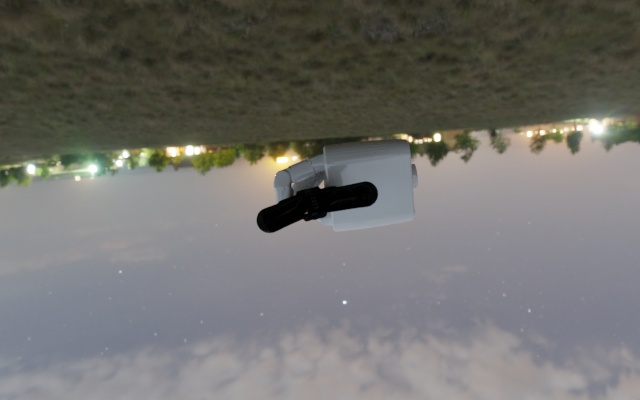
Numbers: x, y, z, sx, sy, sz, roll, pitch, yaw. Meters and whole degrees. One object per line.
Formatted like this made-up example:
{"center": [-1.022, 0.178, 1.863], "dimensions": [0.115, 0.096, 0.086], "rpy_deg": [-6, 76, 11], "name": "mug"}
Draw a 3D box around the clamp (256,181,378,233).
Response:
{"center": [0.000, 0.002, 0.528], "dimensions": [0.120, 0.039, 0.171], "rpy_deg": [-9, 6, 3], "name": "clamp"}
